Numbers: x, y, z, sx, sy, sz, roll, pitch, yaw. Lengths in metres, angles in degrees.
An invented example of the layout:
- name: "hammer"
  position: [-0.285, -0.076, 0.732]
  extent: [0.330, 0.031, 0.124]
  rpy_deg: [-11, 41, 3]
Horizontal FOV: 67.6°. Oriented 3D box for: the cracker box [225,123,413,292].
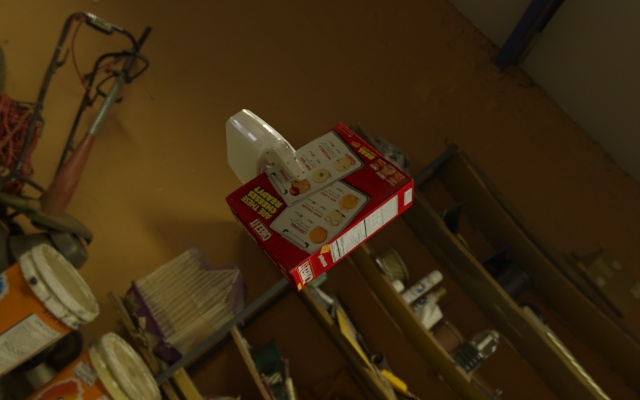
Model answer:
- name: "cracker box"
  position: [0.000, 0.002, 0.686]
  extent: [0.213, 0.072, 0.164]
  rpy_deg: [-36, 55, -15]
